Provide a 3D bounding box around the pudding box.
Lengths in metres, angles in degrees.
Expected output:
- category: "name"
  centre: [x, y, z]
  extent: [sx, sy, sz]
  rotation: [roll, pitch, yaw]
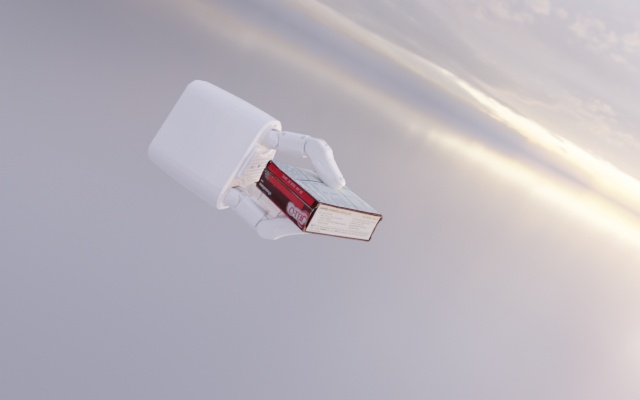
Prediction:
- category: "pudding box"
  centre: [0.000, 0.001, 0.510]
  extent: [0.113, 0.039, 0.090]
  rotation: [10, 25, -47]
